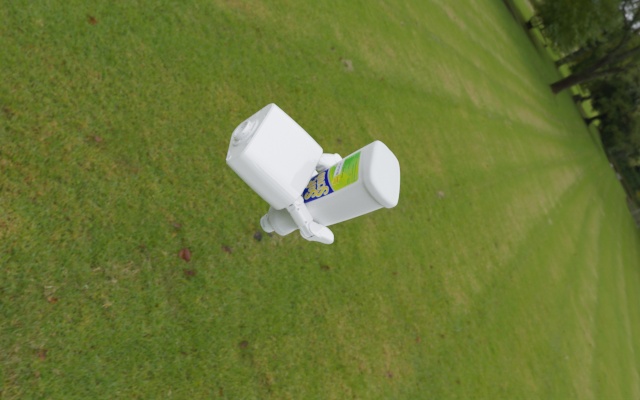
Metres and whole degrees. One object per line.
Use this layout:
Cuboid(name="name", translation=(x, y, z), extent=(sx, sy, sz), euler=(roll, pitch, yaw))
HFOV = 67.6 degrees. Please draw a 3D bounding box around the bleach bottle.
Cuboid(name="bleach bottle", translation=(0.000, 0.002, 0.735), extent=(0.251, 0.102, 0.068), euler=(-25, -54, 34))
